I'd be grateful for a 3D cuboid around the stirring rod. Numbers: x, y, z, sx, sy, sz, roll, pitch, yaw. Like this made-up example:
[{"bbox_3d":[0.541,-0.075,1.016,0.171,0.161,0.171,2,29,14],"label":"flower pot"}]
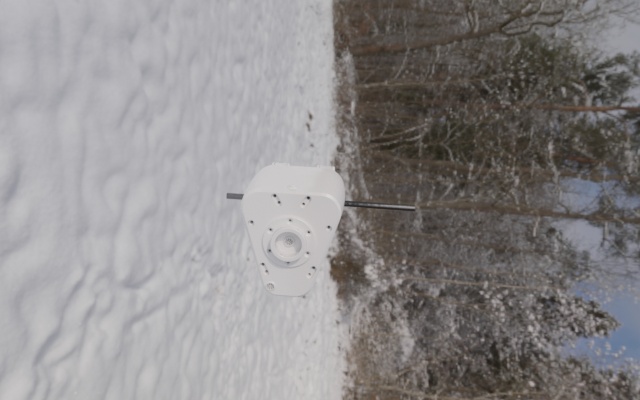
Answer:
[{"bbox_3d":[0.000,0.002,0.610,0.239,0.011,0.011,4,0,1],"label":"stirring rod"}]
